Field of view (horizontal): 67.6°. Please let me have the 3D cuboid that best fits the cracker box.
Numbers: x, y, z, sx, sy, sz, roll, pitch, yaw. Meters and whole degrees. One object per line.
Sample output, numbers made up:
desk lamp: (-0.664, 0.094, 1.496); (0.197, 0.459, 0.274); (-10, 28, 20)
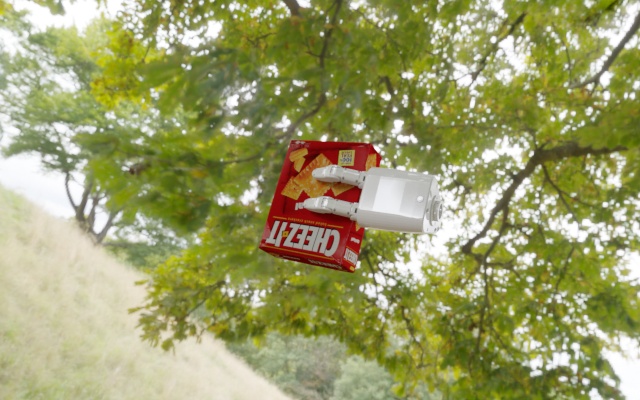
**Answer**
cracker box: (0.000, 0.003, 0.832); (0.164, 0.213, 0.072); (7, -17, 29)
